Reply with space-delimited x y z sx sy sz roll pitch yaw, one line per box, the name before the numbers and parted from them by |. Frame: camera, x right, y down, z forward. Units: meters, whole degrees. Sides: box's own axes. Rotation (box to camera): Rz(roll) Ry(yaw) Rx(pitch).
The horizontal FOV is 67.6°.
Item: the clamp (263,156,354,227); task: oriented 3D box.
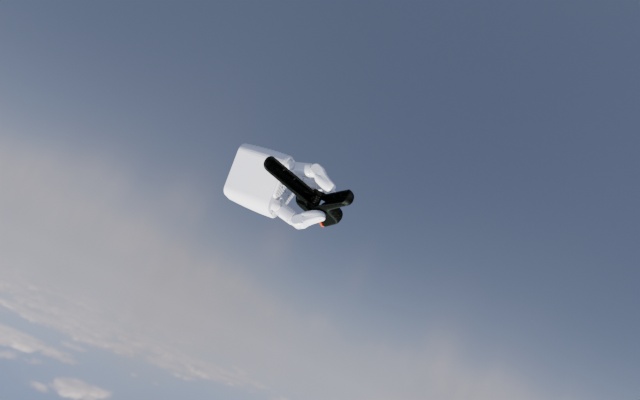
clamp | 0.000 0.004 0.845 0.164 0.036 0.210 23 -17 25
